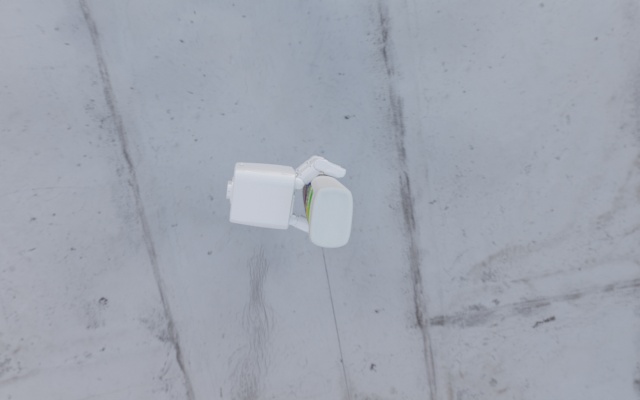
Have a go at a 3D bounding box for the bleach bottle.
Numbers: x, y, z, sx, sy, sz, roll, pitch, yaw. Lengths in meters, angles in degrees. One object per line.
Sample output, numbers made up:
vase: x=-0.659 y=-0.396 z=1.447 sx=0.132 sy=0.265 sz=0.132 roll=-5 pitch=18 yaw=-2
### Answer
bleach bottle: x=0.000 y=0.003 z=0.865 sx=0.068 sy=0.102 sz=0.250 roll=5 pitch=10 yaw=-9
